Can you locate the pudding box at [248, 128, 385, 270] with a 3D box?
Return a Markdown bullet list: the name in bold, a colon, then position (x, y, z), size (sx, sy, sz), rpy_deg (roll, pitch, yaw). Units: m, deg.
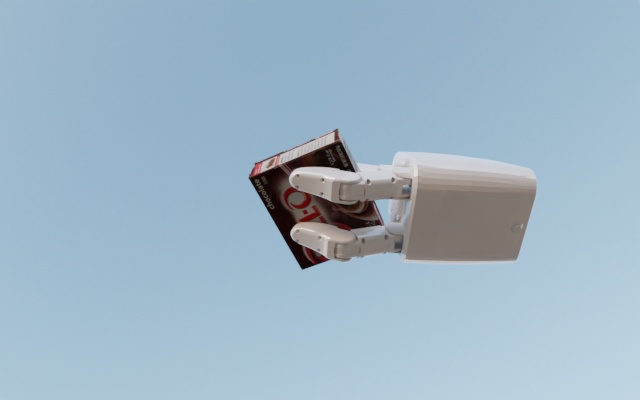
- **pudding box**: position (0.000, 0.001, 0.444), size (0.090, 0.113, 0.039), rpy_deg (-22, 24, 13)
